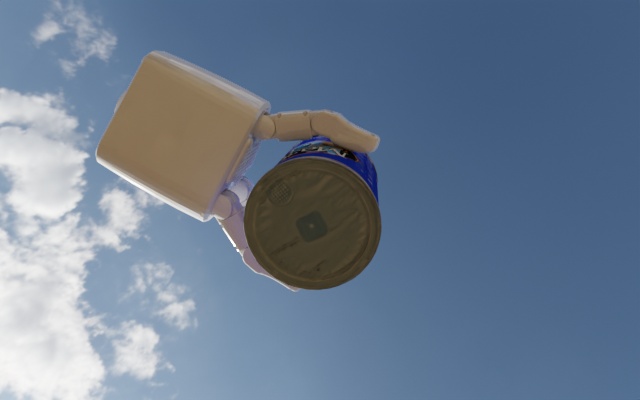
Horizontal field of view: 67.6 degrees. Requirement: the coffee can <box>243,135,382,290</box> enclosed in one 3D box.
[{"bbox_3d":[0.000,0.001,0.417,0.103,0.103,0.140,0,15,6],"label":"coffee can"}]
